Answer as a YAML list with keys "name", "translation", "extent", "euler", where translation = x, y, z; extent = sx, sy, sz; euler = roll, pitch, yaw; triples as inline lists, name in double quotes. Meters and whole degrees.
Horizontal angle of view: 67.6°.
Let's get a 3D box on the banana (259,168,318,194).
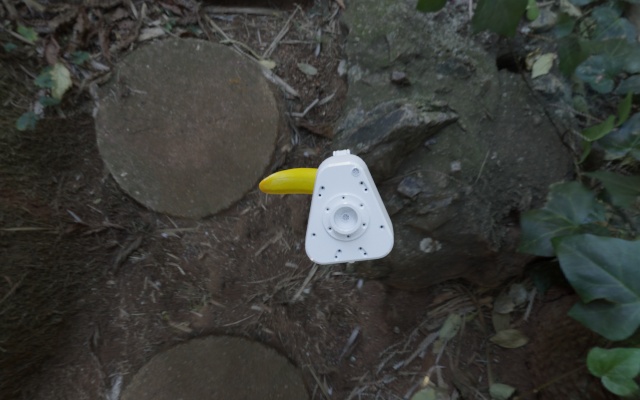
- name: "banana"
  translation: [0.008, -0.012, 0.690]
  extent: [0.198, 0.070, 0.037]
  euler: [18, 29, 3]
